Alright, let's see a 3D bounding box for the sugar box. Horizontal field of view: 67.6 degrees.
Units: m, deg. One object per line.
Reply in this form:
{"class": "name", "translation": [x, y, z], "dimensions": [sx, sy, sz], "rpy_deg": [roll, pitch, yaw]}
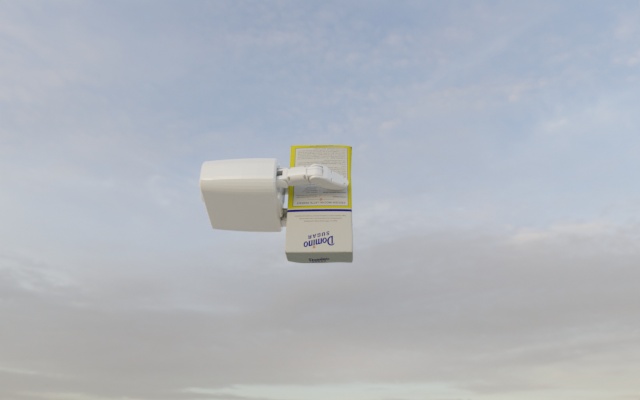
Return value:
{"class": "sugar box", "translation": [0.000, 0.002, 0.688], "dimensions": [0.093, 0.176, 0.048], "rpy_deg": [0, -27, 3]}
